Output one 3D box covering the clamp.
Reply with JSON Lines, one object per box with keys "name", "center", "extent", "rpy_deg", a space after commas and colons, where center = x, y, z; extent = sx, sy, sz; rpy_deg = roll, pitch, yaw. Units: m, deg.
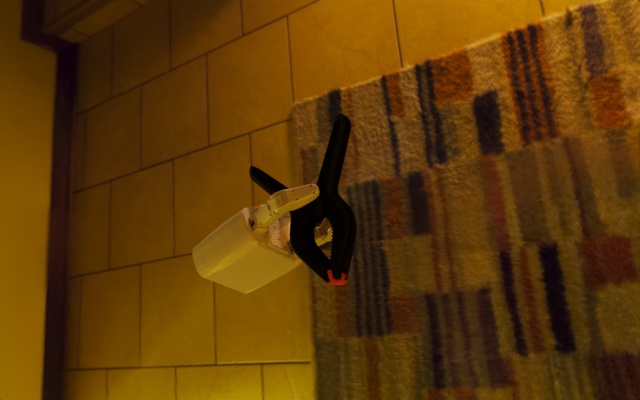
{"name": "clamp", "center": [0.000, 0.002, 0.609], "extent": [0.164, 0.210, 0.036], "rpy_deg": [-34, -25, 23]}
